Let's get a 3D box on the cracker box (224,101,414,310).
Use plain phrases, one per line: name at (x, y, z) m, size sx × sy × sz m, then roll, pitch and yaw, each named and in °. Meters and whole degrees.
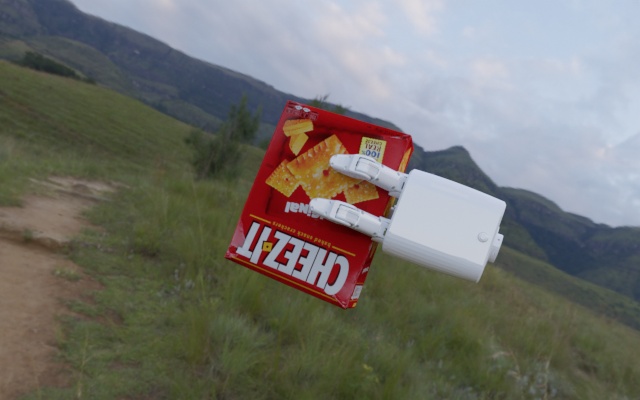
cracker box at (0.000, 0.002, 0.583) m, size 0.164 × 0.213 × 0.072 m, roll 20°, pitch -5°, yaw 16°
